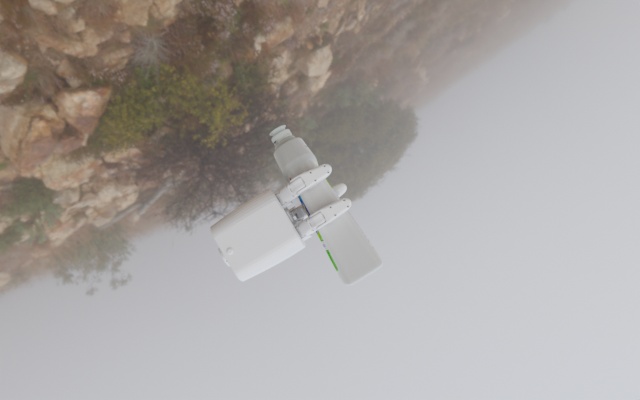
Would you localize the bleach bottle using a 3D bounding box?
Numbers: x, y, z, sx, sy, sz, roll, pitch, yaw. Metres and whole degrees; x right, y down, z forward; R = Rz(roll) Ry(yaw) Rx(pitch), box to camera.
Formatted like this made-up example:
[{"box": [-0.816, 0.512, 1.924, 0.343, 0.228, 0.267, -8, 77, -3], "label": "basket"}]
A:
[{"box": [0.000, 0.002, 0.715, 0.068, 0.251, 0.102, -31, -4, -3], "label": "bleach bottle"}]
